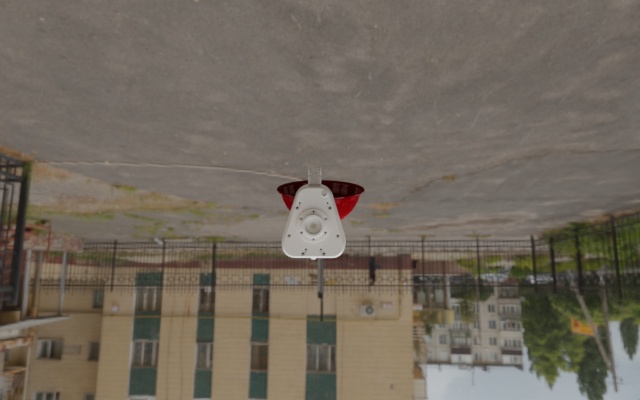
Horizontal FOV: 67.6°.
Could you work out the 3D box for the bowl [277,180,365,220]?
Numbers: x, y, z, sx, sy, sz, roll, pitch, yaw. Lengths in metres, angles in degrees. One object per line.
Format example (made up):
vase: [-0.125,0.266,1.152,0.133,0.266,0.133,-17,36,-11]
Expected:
bowl: [0.000,0.003,0.887,0.162,0.055,0.162,0,14,0]
